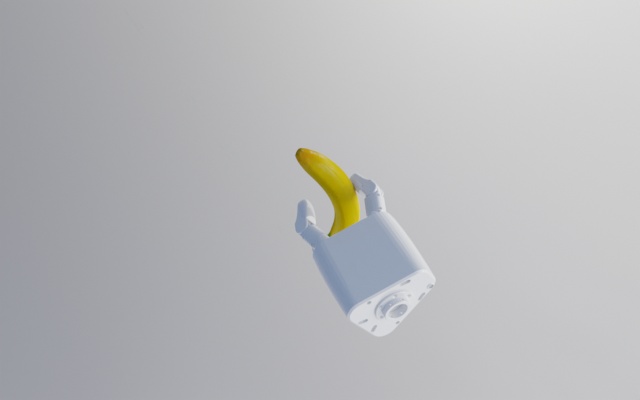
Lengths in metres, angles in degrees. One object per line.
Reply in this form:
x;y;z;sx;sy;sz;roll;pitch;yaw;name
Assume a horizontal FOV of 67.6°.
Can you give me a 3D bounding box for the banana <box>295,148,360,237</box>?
0.019;-0.001;0.671;0.069;0.198;0.037;-17;44;-2;banana
